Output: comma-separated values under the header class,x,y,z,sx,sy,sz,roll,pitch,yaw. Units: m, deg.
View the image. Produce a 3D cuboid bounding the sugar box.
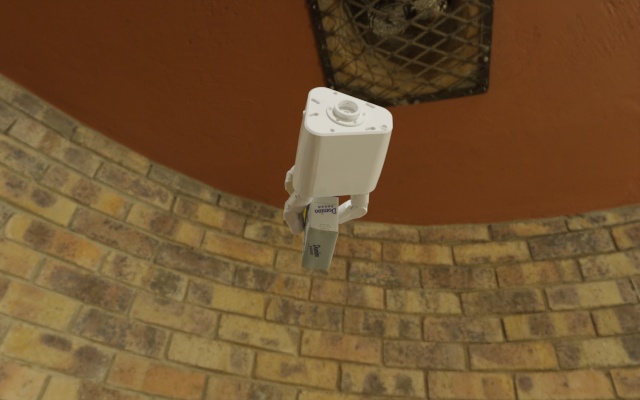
class,x,y,z,sx,sy,sz,roll,pitch,yaw
sugar box,0.000,0.002,0.697,0.048,0.176,0.093,8,-42,-3
